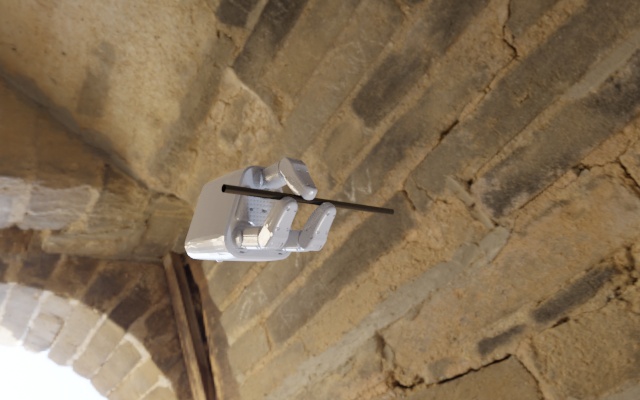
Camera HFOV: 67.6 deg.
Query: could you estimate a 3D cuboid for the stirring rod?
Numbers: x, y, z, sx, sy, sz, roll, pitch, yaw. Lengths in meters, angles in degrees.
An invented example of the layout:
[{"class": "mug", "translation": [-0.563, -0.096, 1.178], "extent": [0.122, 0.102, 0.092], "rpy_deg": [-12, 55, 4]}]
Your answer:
[{"class": "stirring rod", "translation": [0.000, 0.002, 0.518], "extent": [0.239, 0.011, 0.011], "rpy_deg": [8, -6, -42]}]
